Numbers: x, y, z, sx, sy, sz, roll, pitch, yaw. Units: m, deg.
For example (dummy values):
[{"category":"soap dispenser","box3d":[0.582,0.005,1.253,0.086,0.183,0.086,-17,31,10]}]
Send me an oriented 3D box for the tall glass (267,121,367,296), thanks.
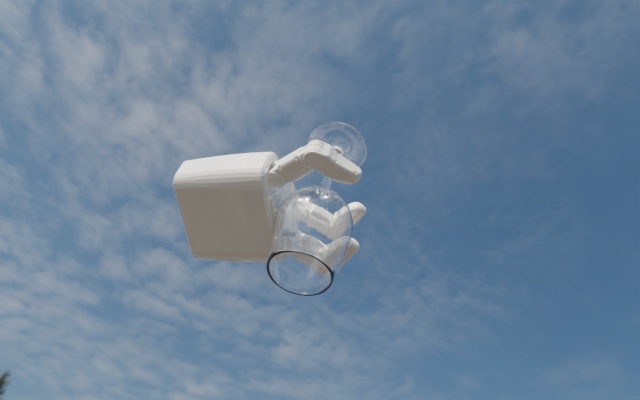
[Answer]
[{"category":"tall glass","box3d":[0.000,0.001,0.500,0.079,0.079,0.201,0,41,14]}]
